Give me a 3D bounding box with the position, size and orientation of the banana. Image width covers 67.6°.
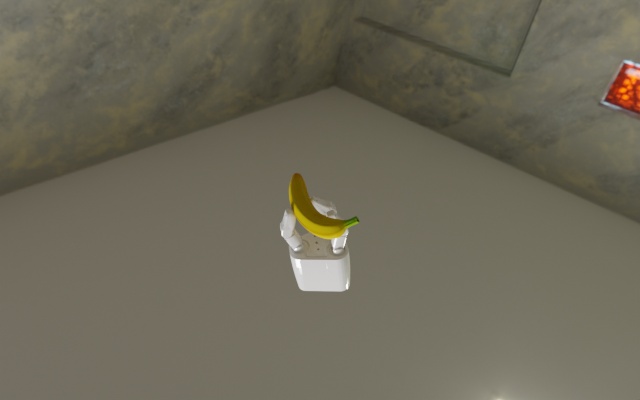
[{"bbox_3d":[-0.012,0.016,0.845,0.197,0.069,0.037,39,-15,44],"label":"banana"}]
